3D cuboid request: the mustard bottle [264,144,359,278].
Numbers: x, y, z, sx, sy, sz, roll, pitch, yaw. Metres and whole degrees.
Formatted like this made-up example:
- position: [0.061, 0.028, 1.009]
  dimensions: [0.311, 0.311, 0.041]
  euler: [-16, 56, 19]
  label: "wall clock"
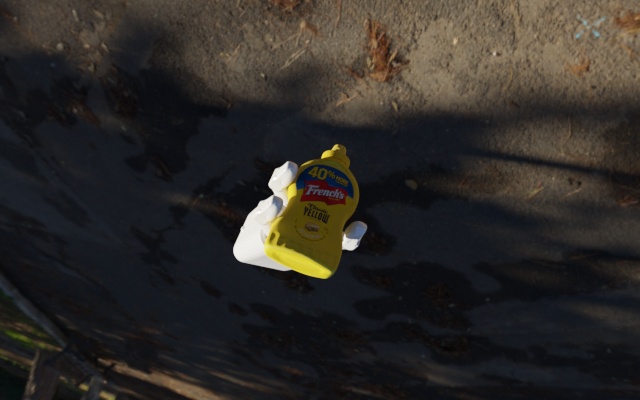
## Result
- position: [0.000, 0.002, 0.643]
  dimensions: [0.096, 0.191, 0.058]
  euler: [21, -30, 0]
  label: "mustard bottle"
